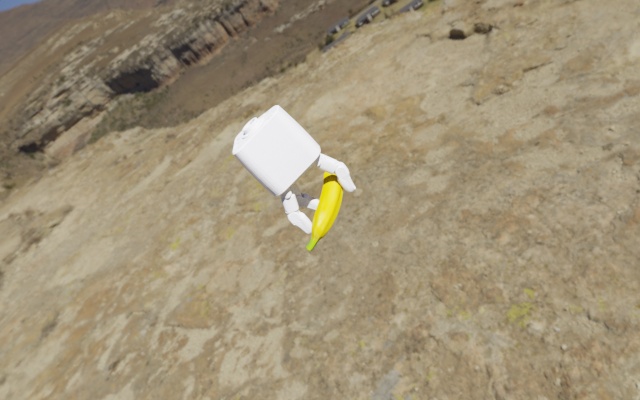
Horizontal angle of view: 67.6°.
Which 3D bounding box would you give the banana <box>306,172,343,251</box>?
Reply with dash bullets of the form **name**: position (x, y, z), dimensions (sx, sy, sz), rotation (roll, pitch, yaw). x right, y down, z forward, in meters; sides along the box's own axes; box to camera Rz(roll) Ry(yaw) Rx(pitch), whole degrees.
- **banana**: position (0.011, -0.003, 0.857), dimensions (0.037, 0.197, 0.070), rotation (38, -48, -20)
